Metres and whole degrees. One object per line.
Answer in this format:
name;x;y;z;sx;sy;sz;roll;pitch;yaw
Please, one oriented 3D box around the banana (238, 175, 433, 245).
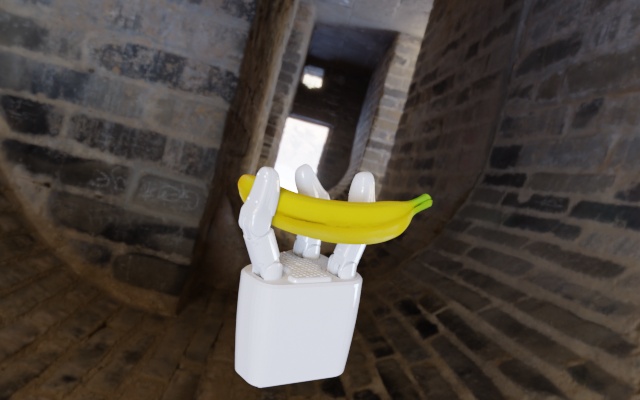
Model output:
banana;-0.005;0.008;0.435;0.198;0.037;0.069;9;24;23
